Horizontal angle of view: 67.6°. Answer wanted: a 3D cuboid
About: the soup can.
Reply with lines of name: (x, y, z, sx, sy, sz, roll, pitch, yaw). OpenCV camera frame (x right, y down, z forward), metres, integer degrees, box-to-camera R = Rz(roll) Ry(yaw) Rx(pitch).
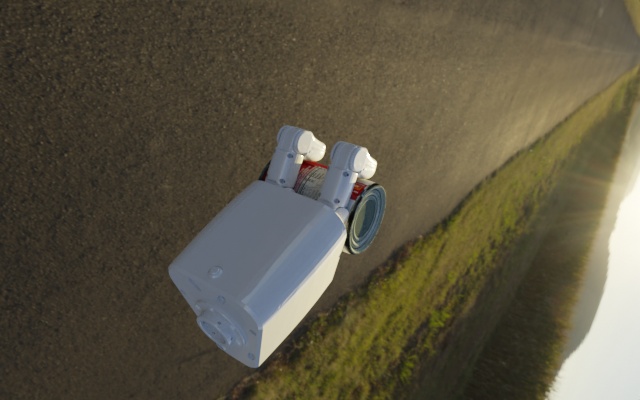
soup can: (0.001, 0.001, 0.440, 0.102, 0.068, 0.068, 21, 10, 28)
